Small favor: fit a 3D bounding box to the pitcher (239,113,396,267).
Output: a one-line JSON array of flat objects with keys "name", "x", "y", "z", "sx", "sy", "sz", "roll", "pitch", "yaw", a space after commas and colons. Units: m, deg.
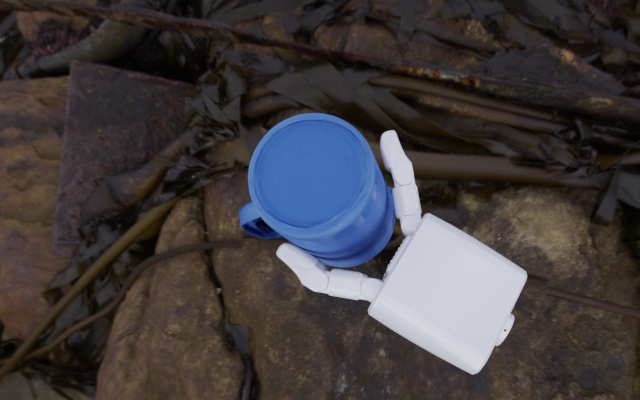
[{"name": "pitcher", "x": 0.000, "y": 0.002, "z": 0.501, "sx": 0.145, "sy": 0.149, "sz": 0.243, "roll": 34, "pitch": -3, "yaw": 14}]
